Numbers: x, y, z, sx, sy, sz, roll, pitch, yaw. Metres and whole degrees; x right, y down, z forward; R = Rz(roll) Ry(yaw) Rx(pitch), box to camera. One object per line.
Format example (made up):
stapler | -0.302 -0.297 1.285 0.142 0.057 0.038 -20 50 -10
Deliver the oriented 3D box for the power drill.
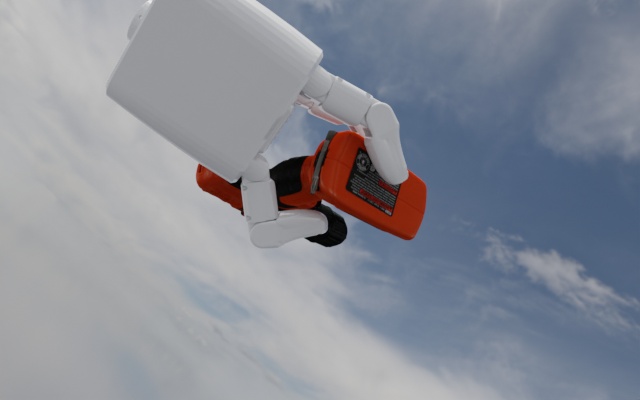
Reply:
power drill | 0.000 0.001 0.436 0.184 0.057 0.187 27 -20 -35
